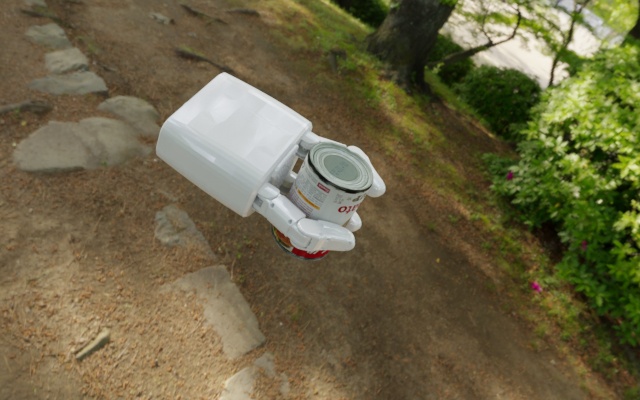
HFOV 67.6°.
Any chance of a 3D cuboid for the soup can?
[{"bbox_3d":[0.001,0.002,0.467,0.068,0.068,0.102,0,-43,-32],"label":"soup can"}]
